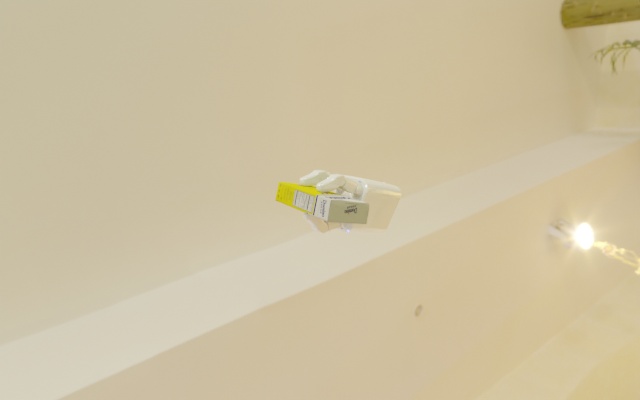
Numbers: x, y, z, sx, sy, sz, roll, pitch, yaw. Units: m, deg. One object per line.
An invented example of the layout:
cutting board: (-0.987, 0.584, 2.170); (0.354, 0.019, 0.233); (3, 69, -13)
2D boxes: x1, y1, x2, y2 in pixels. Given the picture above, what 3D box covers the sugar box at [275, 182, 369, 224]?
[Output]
sugar box: (0.000, 0.002, 0.894); (0.093, 0.048, 0.176); (5, 6, -38)
